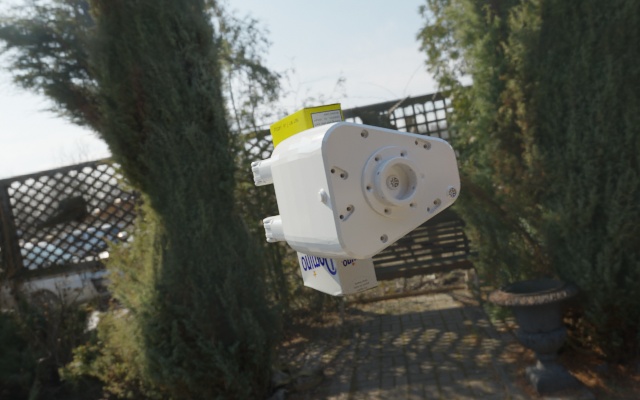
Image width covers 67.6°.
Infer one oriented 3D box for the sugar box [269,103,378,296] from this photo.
[{"bbox_3d":[0.000,0.002,0.473,0.048,0.176,0.093,-11,2,-25],"label":"sugar box"}]
